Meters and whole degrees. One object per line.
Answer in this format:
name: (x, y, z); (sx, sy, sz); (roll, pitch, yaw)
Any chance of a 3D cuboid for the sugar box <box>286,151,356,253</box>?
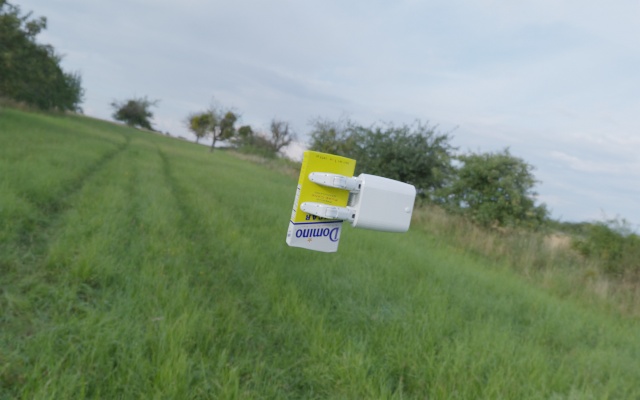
sugar box: (0.000, 0.003, 0.875); (0.093, 0.176, 0.048); (10, 3, -14)
